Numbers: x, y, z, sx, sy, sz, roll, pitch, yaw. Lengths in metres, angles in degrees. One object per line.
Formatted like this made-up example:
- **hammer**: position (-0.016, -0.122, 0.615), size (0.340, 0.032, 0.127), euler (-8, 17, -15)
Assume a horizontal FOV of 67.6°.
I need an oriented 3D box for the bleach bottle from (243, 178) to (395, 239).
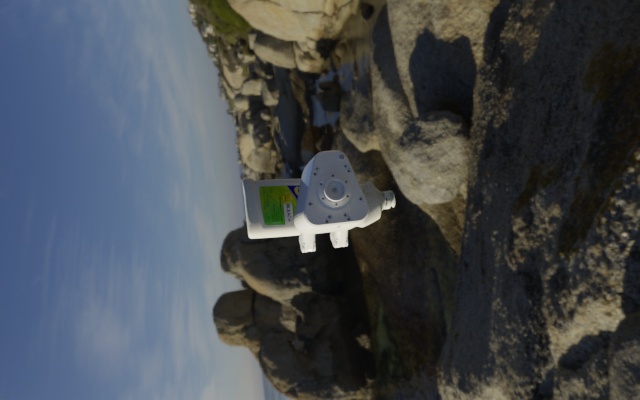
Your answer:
- **bleach bottle**: position (0.000, 0.003, 0.803), size (0.251, 0.102, 0.068), euler (-6, -8, -9)
